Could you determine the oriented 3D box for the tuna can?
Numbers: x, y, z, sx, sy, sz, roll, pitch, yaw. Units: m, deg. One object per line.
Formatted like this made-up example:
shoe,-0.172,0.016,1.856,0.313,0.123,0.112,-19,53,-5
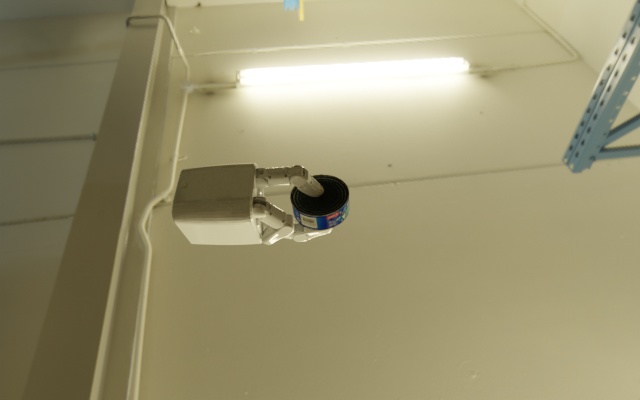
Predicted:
tuna can,0.000,0.003,0.700,0.086,0.034,0.086,-4,44,4
